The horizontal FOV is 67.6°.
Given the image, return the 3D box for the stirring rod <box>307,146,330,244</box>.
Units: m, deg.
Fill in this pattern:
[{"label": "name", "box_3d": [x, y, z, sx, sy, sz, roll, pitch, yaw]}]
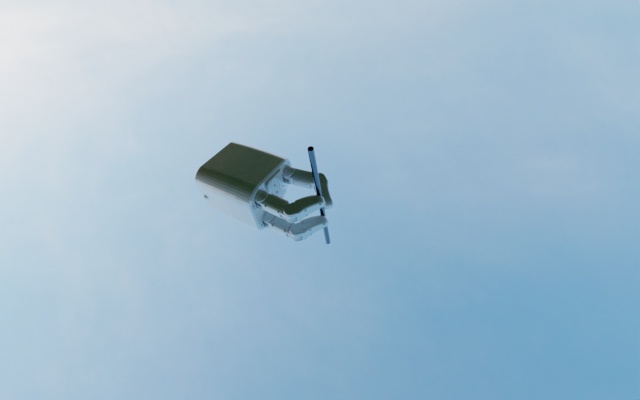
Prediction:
[{"label": "stirring rod", "box_3d": [0.000, 0.002, 0.692, 0.011, 0.011, 0.240, 0, -34, 7]}]
